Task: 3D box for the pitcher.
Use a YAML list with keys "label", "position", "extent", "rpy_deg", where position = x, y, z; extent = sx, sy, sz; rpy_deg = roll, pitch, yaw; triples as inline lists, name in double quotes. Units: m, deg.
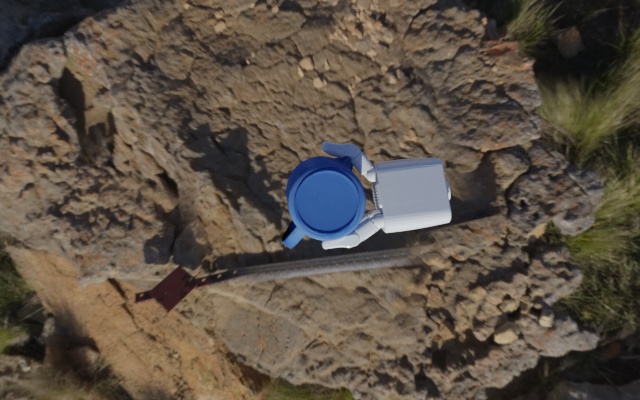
- label: "pitcher"
  position: [0.000, 0.002, 0.764]
  extent: [0.145, 0.149, 0.243]
  rpy_deg: [-6, 5, -1]
